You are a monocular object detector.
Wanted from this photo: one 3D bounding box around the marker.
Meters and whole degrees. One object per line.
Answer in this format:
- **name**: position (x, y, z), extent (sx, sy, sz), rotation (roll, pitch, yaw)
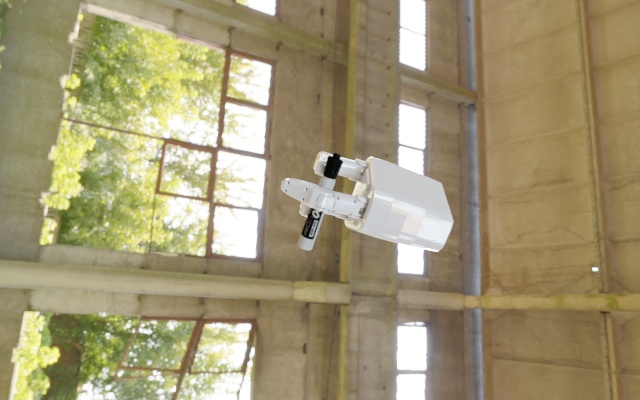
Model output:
- **marker**: position (0.000, 0.002, 0.560), extent (0.020, 0.121, 0.020), rotation (18, 17, -6)
